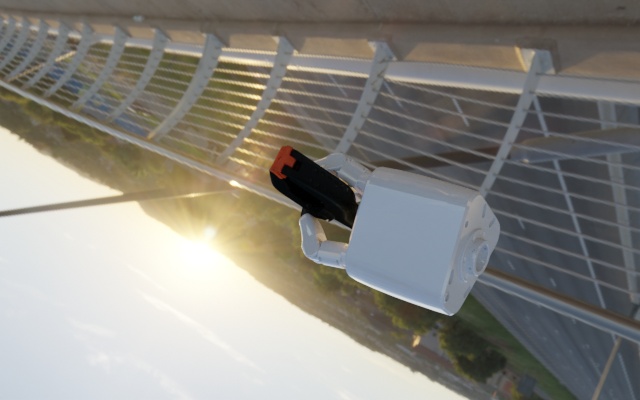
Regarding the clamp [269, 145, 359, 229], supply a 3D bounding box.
[{"bbox_3d":[0.000,0.002,0.532,0.164,0.036,0.210,13,-18,40],"label":"clamp"}]
